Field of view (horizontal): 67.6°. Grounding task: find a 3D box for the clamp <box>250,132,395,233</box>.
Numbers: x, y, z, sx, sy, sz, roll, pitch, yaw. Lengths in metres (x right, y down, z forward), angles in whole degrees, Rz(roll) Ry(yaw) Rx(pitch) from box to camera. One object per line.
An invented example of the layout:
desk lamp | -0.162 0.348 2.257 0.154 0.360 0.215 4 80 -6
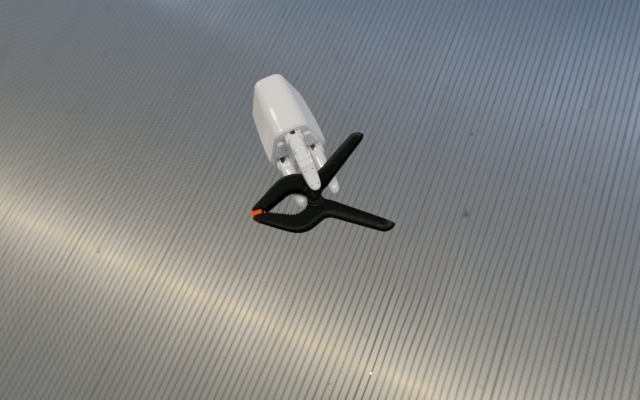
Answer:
clamp | -0.001 0.002 0.722 0.210 0.164 0.036 -23 -19 -3
